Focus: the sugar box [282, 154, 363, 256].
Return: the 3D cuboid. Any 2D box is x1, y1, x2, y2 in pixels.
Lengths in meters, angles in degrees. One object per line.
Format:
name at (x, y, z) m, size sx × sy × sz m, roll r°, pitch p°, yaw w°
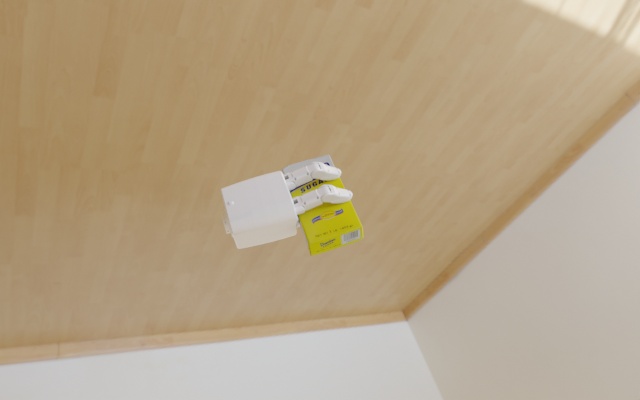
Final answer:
sugar box at (0.000, 0.002, 0.817) m, size 0.093 × 0.176 × 0.048 m, roll -17°, pitch -37°, yaw -8°
